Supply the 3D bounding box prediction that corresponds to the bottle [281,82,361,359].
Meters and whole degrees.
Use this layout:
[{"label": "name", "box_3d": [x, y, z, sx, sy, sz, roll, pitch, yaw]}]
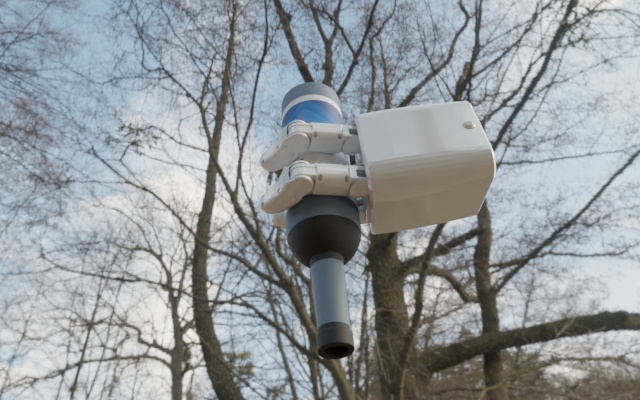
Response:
[{"label": "bottle", "box_3d": [0.000, 0.001, 0.444, 0.069, 0.295, 0.069, -3, -42, -3]}]
